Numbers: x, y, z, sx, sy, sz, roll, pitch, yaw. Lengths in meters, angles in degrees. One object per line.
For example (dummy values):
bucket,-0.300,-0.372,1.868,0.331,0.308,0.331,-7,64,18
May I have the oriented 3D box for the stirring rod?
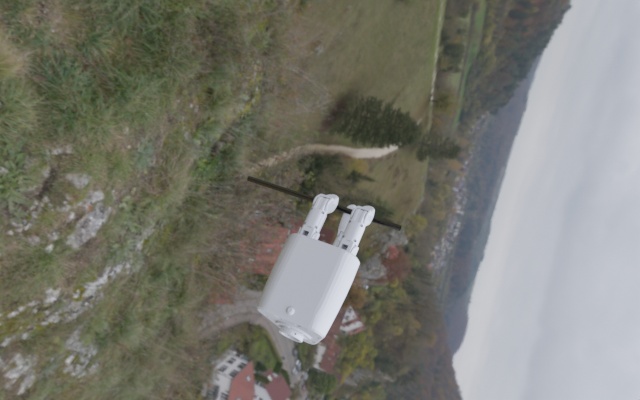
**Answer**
stirring rod,0.000,0.002,0.687,0.239,0.011,0.011,18,6,17
